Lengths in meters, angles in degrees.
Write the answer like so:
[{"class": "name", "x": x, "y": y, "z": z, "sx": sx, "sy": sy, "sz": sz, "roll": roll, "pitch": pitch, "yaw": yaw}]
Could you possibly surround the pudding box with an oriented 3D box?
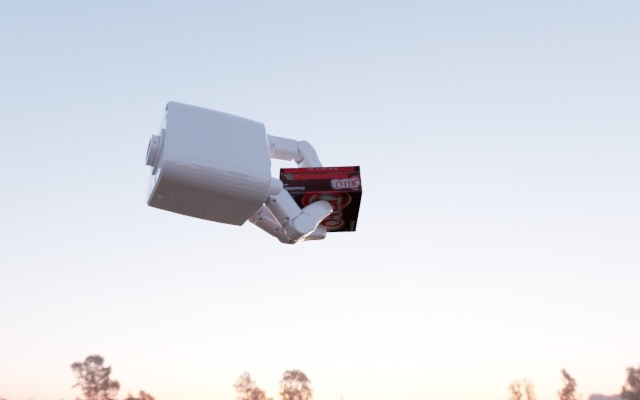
[{"class": "pudding box", "x": 0.000, "y": 0.002, "z": 0.556, "sx": 0.090, "sy": 0.039, "sz": 0.113, "roll": -1, "pitch": -25, "yaw": 0}]
